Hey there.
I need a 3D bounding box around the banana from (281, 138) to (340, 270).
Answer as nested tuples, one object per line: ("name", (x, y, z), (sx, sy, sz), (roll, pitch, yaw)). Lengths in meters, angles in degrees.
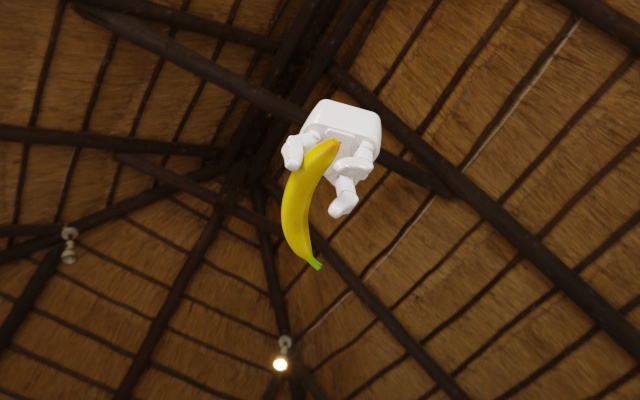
("banana", (-0.018, 0.001, 0.648), (0.069, 0.198, 0.037), (12, 29, 8))
